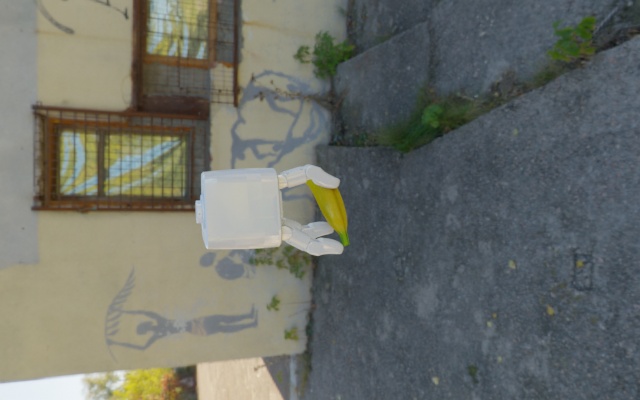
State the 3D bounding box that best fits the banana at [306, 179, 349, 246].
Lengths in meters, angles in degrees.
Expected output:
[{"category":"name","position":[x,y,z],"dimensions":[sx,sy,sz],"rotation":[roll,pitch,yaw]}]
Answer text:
[{"category":"banana","position":[0.003,-0.011,0.777],"dimensions":[0.037,0.070,0.197],"rotation":[-6,37,-16]}]
